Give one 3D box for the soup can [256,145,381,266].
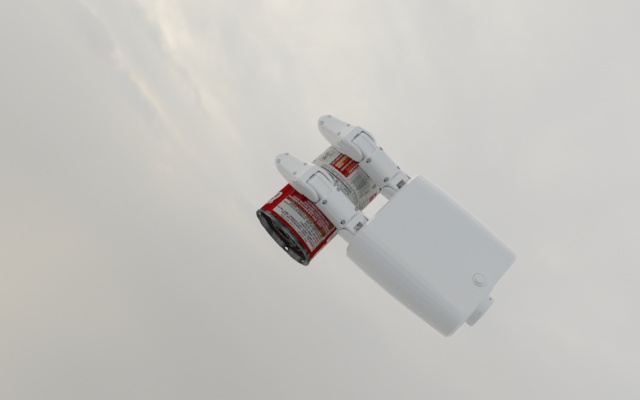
[{"bbox_3d":[0.000,0.001,0.446,0.102,0.068,0.068,-43,15,-17],"label":"soup can"}]
